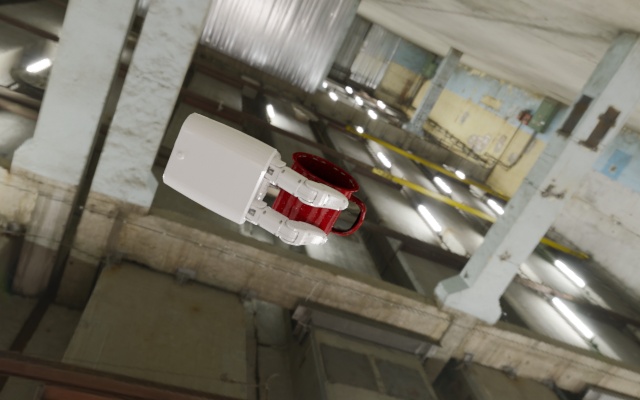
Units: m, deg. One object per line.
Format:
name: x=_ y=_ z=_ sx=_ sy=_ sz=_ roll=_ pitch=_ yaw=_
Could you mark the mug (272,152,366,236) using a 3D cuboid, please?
mug: x=0.001 y=0.003 z=0.607 sx=0.117 sy=0.081 sz=0.093 roll=28 pitch=20 yaw=1
